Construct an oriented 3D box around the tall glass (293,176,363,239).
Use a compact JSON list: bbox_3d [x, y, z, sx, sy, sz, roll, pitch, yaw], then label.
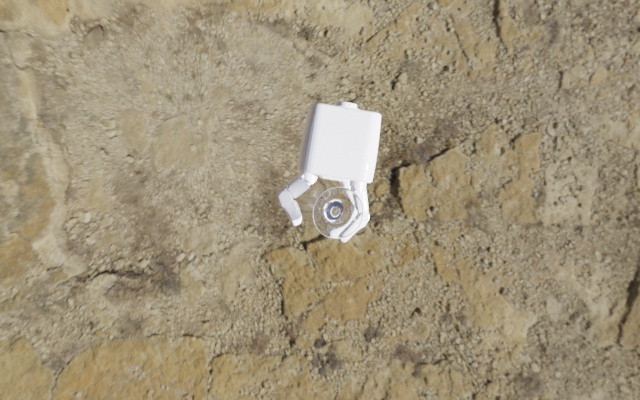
[{"bbox_3d":[0.000,0.003,0.762,0.079,0.079,0.201,0,8,-15],"label":"tall glass"}]
